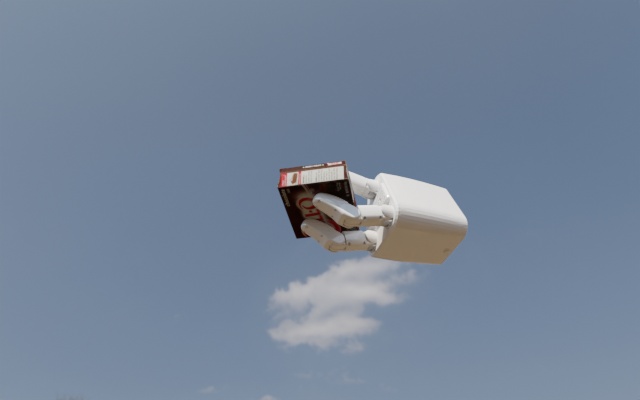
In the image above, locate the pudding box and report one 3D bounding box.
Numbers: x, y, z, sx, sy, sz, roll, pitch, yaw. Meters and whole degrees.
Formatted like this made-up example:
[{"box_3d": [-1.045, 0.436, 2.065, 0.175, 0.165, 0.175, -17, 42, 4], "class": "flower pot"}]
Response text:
[{"box_3d": [0.000, 0.002, 0.630, 0.090, 0.039, 0.114, -8, -43, 8], "class": "pudding box"}]
